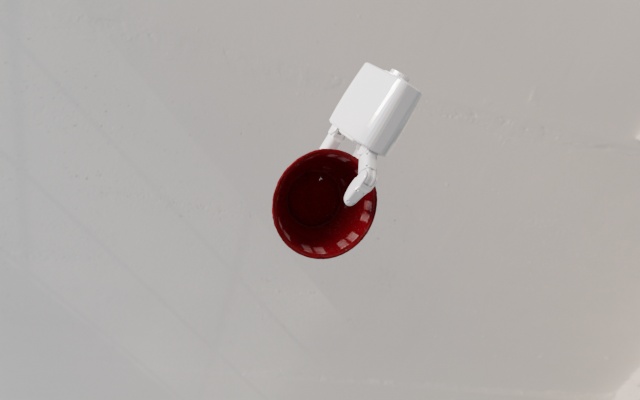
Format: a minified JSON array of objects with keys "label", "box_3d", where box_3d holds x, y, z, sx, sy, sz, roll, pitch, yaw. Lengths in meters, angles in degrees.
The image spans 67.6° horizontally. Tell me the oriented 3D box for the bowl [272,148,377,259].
[{"label":"bowl","box_3d":[-0.001,0.003,0.706,0.162,0.162,0.055,0,10,-21]}]
